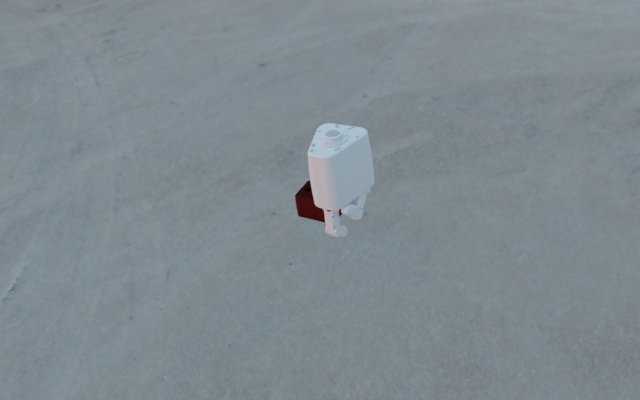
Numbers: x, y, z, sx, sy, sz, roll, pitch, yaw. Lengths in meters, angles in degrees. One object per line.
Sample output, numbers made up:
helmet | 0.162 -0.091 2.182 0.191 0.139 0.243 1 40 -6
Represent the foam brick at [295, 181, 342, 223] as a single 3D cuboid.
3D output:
foam brick | 0.000 0.003 0.881 0.078 0.051 0.053 12 42 27
